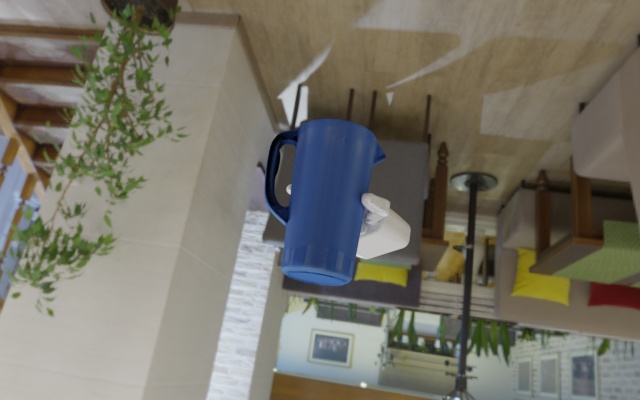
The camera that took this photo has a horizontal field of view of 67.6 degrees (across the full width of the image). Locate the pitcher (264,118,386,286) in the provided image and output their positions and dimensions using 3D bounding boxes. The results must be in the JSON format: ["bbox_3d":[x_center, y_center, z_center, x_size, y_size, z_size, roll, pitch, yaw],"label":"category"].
[{"bbox_3d":[0.000,0.003,0.750,0.149,0.242,0.145,-5,-23,36],"label":"pitcher"}]
